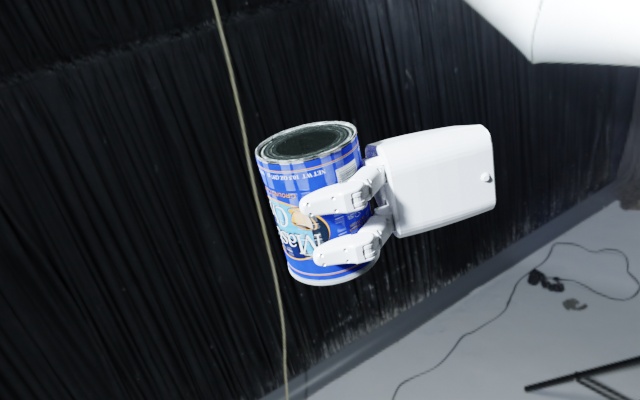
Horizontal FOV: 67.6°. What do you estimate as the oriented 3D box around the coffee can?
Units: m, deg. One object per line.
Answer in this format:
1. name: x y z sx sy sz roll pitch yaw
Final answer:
1. coffee can: 0.000 0.002 0.497 0.103 0.140 0.102 -11 26 5
